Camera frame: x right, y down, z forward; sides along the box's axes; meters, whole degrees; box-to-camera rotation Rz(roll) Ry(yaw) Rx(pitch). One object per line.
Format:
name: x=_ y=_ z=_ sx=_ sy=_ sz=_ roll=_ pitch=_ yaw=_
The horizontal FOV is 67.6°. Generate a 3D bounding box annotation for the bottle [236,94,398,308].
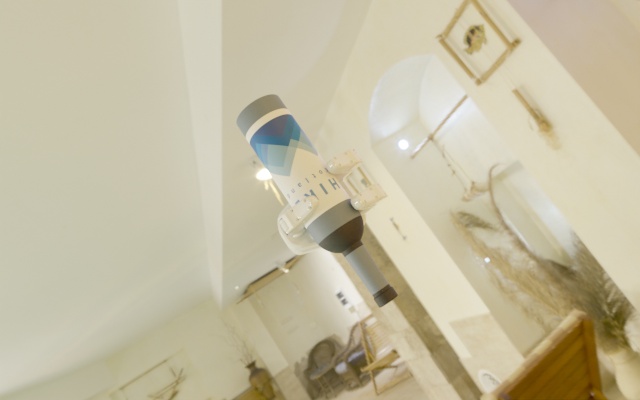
bottle: x=0.000 y=0.002 z=0.598 sx=0.069 sy=0.295 sz=0.069 roll=-33 pitch=-10 yaw=-7
